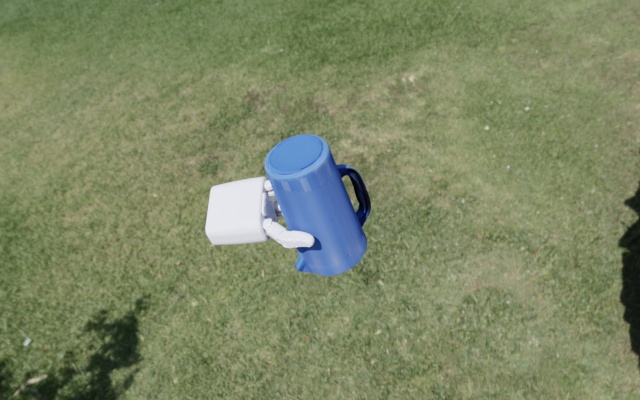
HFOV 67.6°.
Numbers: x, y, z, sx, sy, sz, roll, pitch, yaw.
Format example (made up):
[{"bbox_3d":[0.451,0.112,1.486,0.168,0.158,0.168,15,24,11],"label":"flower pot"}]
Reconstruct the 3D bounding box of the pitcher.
[{"bbox_3d":[0.000,0.003,0.832,0.145,0.149,0.243,-7,-46,15],"label":"pitcher"}]
